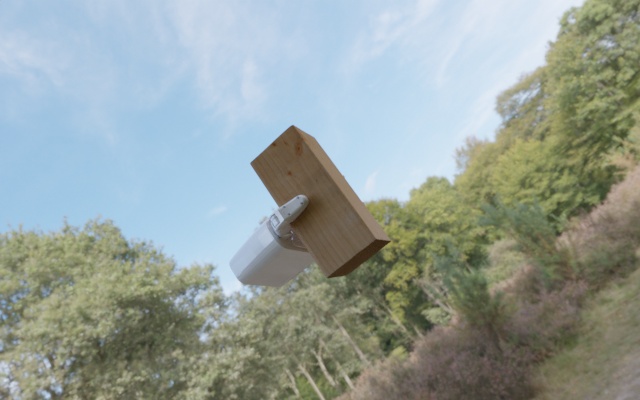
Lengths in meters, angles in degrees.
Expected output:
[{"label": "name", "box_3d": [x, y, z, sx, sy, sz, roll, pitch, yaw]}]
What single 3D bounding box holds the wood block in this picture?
[{"label": "wood block", "box_3d": [0.000, 0.002, 0.701, 0.090, 0.206, 0.091, -40, -18, 14]}]
